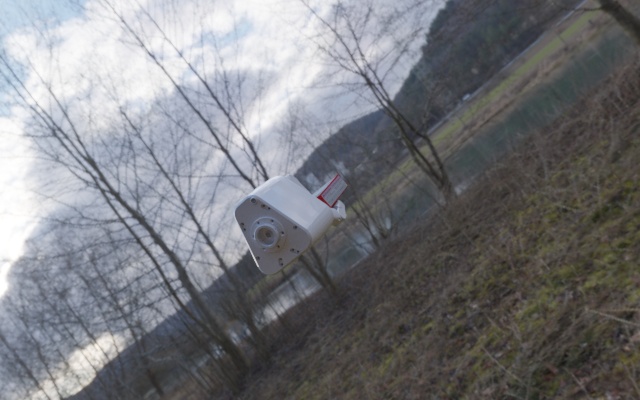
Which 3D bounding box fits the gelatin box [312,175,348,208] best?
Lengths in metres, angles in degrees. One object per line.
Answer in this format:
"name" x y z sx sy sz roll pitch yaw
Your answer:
"gelatin box" 0.000 0.002 0.792 0.073 0.030 0.089 -38 7 34
